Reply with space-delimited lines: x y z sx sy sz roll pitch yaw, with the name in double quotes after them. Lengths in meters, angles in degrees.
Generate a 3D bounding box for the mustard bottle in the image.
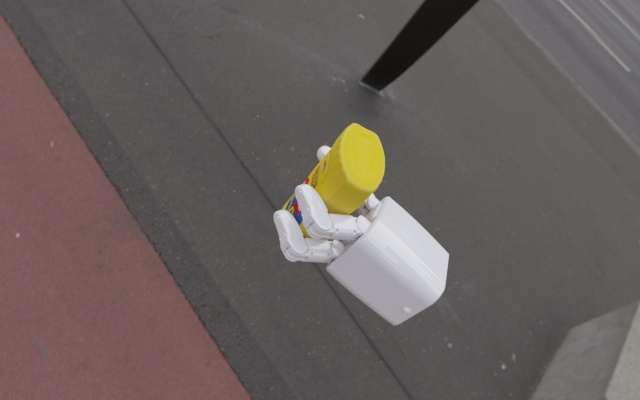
0.000 0.002 0.566 0.058 0.096 0.192 24 -43 -18 "mustard bottle"
